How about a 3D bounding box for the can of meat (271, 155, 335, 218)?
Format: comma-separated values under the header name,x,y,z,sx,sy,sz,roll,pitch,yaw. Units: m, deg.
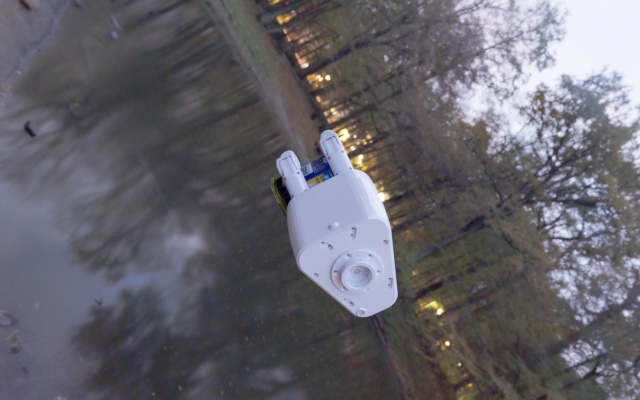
name,x,y,z,sx,sy,sz,roll,pitch,yaw
can of meat,0.000,0.002,0.582,0.084,0.102,0.057,-26,23,6
